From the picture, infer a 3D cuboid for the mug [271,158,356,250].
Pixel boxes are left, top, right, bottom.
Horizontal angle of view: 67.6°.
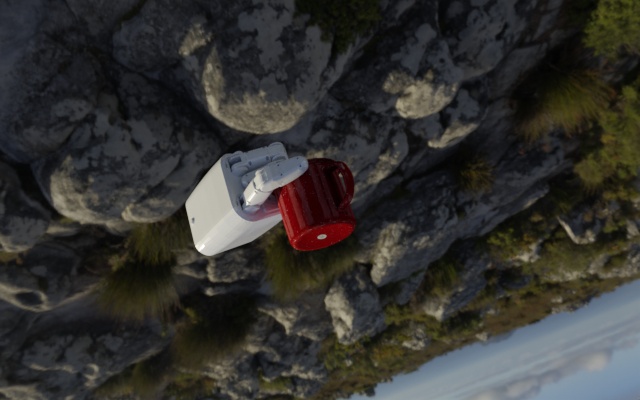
[{"bbox_3d":[0.001,0.001,0.564,0.093,0.081,0.117,4,-33,-42],"label":"mug"}]
